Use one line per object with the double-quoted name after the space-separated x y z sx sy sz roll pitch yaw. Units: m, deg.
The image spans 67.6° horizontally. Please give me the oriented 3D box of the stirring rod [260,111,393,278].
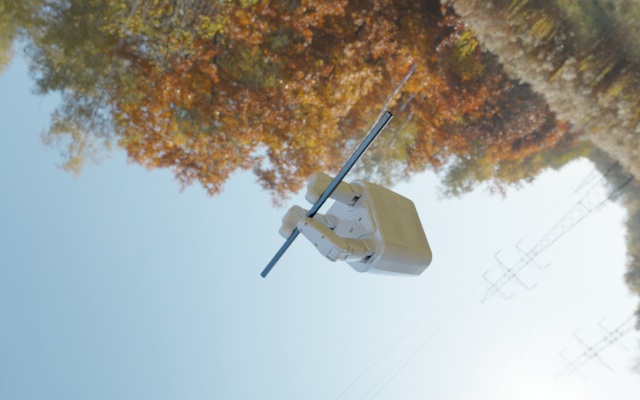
0.000 0.002 0.515 0.011 0.240 0.011 31 25 -16 "stirring rod"
